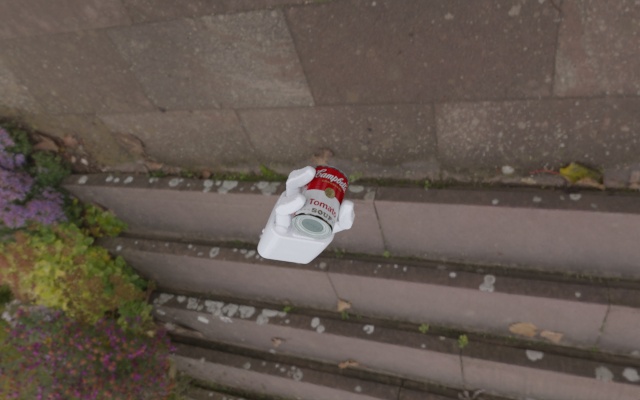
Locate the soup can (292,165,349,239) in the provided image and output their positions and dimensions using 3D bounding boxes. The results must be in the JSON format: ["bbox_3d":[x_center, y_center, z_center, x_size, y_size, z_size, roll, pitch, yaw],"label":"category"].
[{"bbox_3d":[0.000,0.003,0.766,0.068,0.102,0.069,13,-35,9],"label":"soup can"}]
